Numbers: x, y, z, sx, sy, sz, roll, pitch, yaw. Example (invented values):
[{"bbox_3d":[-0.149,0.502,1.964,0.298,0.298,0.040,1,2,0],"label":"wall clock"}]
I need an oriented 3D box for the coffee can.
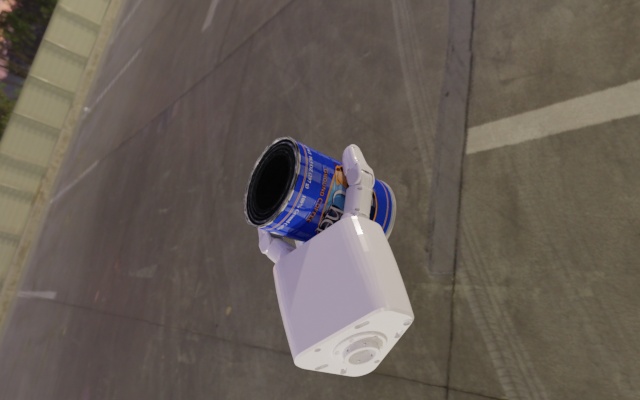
[{"bbox_3d":[0.000,0.002,0.538,0.140,0.103,0.103,22,-13,-33],"label":"coffee can"}]
